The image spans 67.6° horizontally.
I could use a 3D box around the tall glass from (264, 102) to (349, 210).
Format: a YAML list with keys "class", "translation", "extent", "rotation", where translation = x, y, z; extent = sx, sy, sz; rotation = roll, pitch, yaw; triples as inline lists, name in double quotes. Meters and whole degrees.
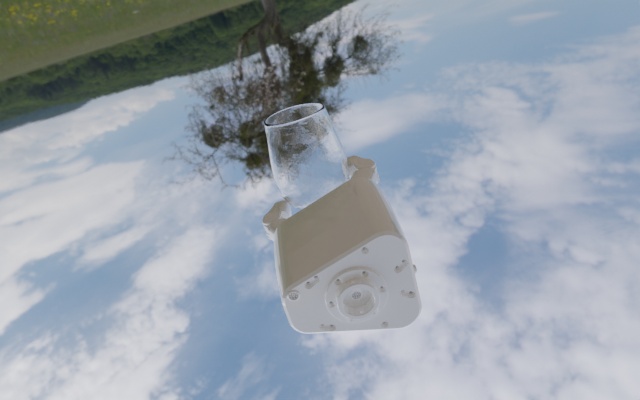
- class: "tall glass"
  translation: [0.000, 0.002, 0.506]
  extent: [0.079, 0.201, 0.079]
  rotation: [-14, 24, 6]
